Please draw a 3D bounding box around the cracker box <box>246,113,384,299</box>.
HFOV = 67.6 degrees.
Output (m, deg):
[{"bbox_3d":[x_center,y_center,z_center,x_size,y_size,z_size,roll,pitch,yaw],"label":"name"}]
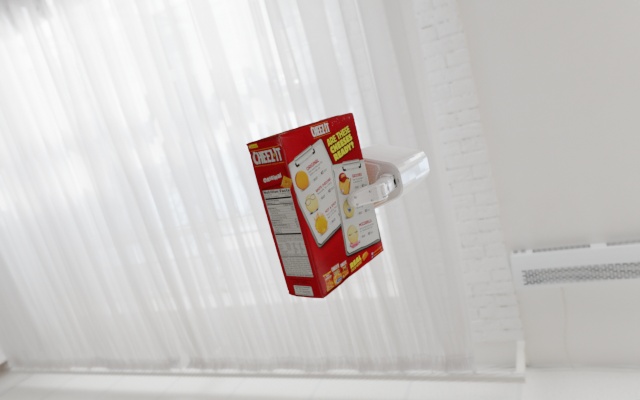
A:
[{"bbox_3d":[0.000,0.002,0.658,0.072,0.214,0.164,-6,14,39],"label":"cracker box"}]
